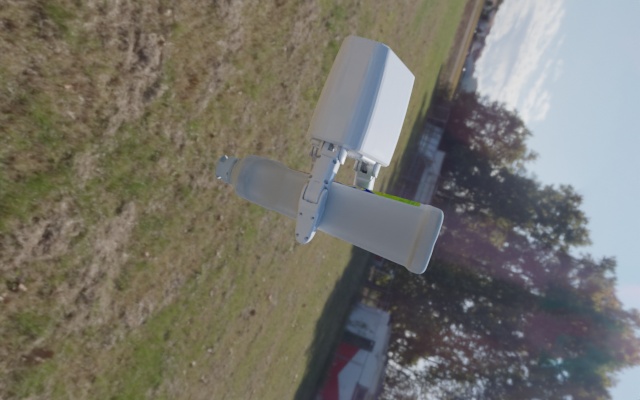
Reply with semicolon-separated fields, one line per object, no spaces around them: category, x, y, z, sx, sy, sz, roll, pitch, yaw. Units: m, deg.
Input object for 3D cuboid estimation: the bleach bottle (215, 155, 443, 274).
bleach bottle;0.000;0.002;0.514;0.251;0.068;0.102;19;4;12
